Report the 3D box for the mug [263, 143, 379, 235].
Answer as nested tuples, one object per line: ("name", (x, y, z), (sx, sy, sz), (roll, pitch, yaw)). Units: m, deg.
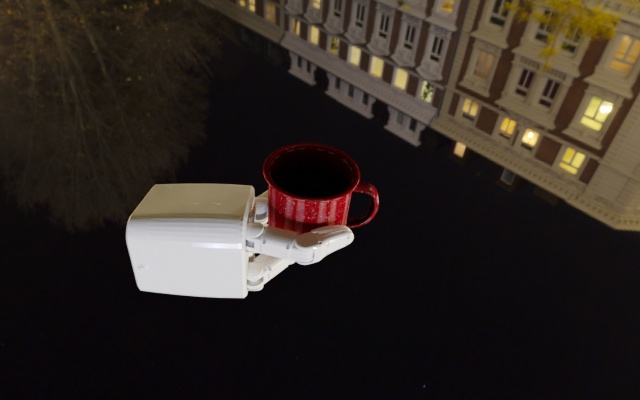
("mug", (0.002, 0.002, 0.485), (0.117, 0.082, 0.093), (3, 40, -4))
